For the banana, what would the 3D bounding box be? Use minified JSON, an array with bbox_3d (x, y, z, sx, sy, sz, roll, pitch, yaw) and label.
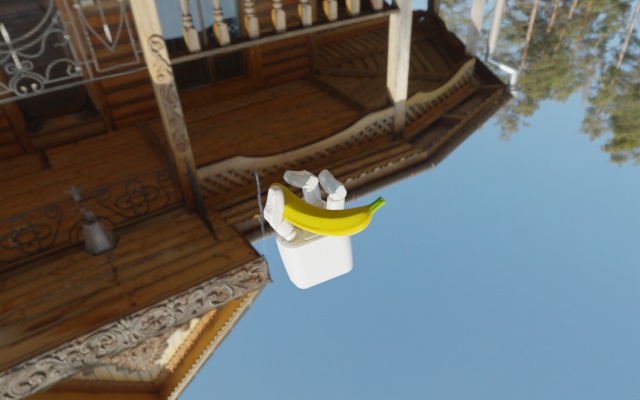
[{"bbox_3d":[-0.006,0.016,0.695,0.198,0.037,0.069,10,50,31],"label":"banana"}]
